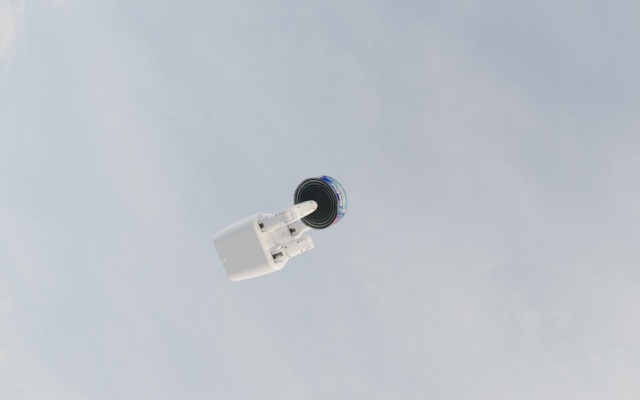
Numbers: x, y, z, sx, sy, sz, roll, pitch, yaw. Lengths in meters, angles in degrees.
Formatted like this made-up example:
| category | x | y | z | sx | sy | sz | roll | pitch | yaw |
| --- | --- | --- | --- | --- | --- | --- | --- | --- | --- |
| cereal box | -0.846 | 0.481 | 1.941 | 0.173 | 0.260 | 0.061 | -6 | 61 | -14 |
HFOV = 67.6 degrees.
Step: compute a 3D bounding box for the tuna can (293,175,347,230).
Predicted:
| category | x | y | z | sx | sy | sz | roll | pitch | yaw |
| --- | --- | --- | --- | --- | --- | --- | --- | --- | --- |
| tuna can | 0.000 | 0.002 | 0.780 | 0.086 | 0.086 | 0.033 | 0 | 11 | 33 |
